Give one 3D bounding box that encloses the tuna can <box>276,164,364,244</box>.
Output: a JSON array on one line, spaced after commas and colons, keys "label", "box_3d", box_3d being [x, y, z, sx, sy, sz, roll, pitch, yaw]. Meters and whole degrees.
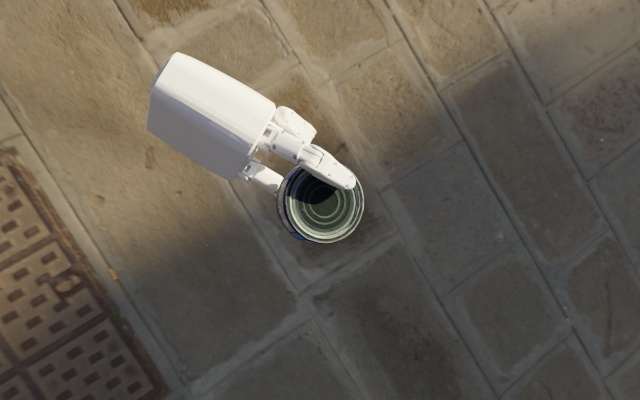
[{"label": "tuna can", "box_3d": [0.000, 0.002, 0.486, 0.086, 0.086, 0.034, 0, -2, -18]}]
